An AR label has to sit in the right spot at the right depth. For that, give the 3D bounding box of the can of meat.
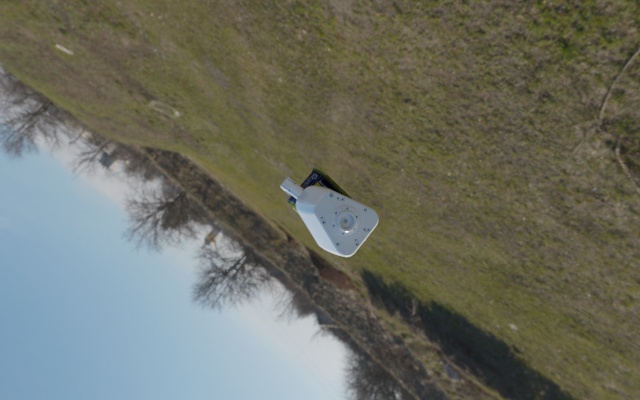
[{"bbox_3d":[0.000,0.003,0.897,0.102,0.084,0.057,42,-8,-18],"label":"can of meat"}]
